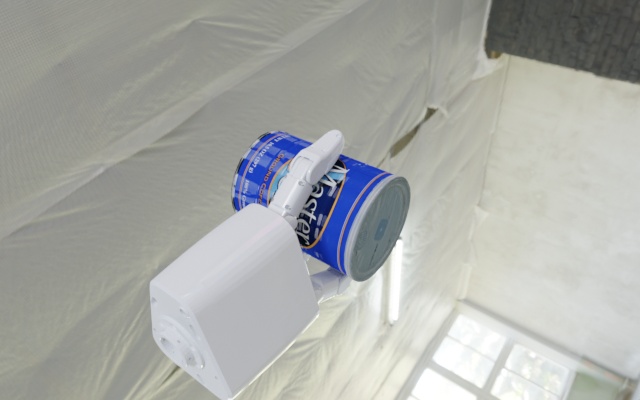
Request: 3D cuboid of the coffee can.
[{"bbox_3d":[0.000,0.001,0.460,0.140,0.103,0.103,25,12,29],"label":"coffee can"}]
